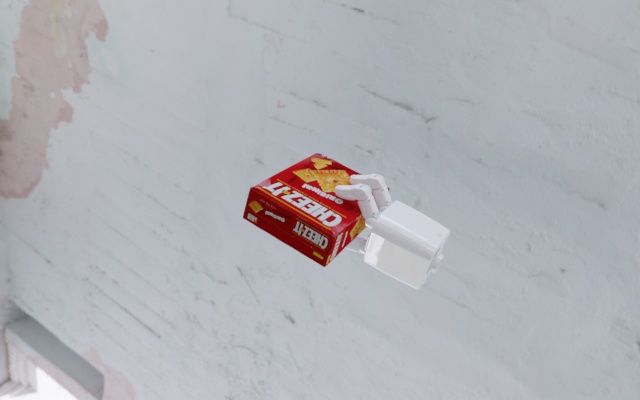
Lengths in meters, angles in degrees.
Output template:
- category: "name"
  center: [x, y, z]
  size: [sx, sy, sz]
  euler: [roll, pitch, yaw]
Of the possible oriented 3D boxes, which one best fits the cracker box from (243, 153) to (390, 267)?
- category: "cracker box"
  center: [0.000, 0.003, 0.820]
  size: [0.164, 0.072, 0.213]
  euler: [29, 32, 19]
